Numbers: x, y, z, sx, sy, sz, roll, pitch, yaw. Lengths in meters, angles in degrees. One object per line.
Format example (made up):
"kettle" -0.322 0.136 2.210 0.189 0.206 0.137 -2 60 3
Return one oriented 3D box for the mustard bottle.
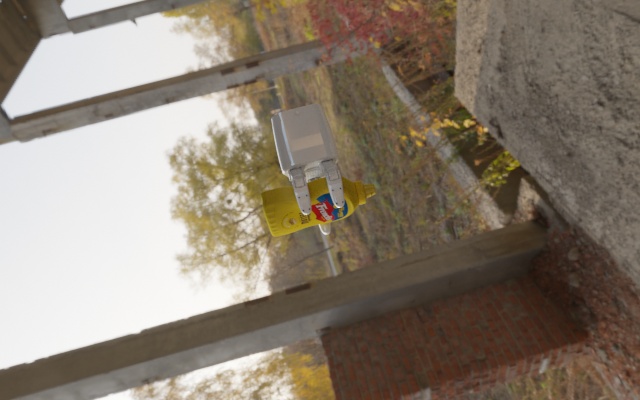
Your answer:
"mustard bottle" 0.000 0.003 0.816 0.191 0.058 0.096 -14 -40 -3
